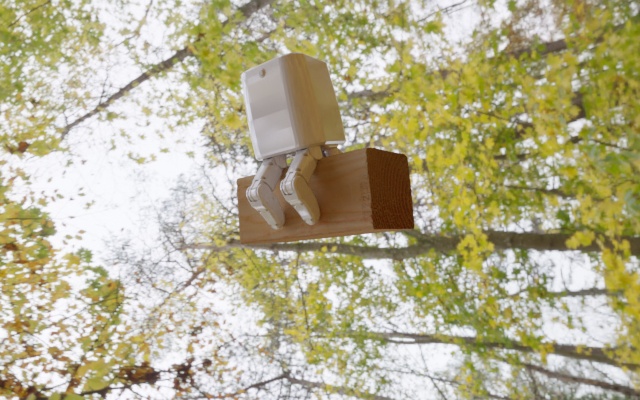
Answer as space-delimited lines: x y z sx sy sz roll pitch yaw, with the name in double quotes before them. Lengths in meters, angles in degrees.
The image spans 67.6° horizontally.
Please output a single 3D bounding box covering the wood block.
"wood block" 0.000 0.002 0.590 0.206 0.090 0.091 -9 -7 39
